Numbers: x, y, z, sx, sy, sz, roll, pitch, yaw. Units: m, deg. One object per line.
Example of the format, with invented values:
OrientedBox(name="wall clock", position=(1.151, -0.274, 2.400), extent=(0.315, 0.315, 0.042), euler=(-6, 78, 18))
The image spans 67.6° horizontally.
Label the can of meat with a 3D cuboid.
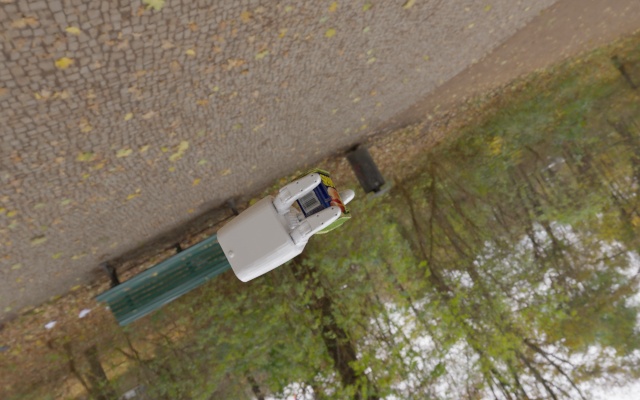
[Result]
OrientedBox(name="can of meat", position=(0.000, 0.003, 0.729), extent=(0.057, 0.084, 0.102), euler=(-31, -9, 12))
